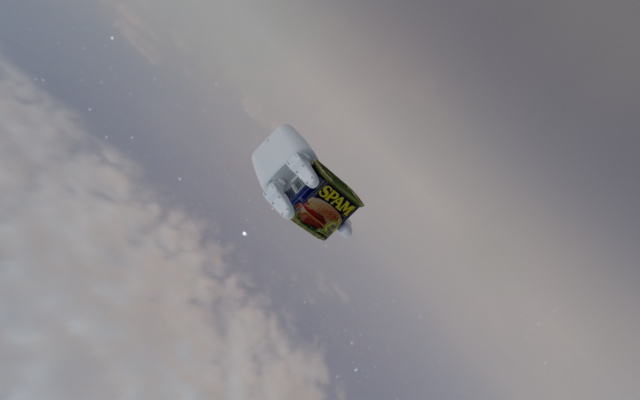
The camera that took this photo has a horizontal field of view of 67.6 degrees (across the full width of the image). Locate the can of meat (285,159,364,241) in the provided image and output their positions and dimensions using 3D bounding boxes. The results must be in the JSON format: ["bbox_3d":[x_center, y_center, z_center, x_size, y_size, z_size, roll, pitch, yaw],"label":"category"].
[{"bbox_3d":[0.000,0.003,0.705,0.102,0.084,0.057,38,12,-38],"label":"can of meat"}]
